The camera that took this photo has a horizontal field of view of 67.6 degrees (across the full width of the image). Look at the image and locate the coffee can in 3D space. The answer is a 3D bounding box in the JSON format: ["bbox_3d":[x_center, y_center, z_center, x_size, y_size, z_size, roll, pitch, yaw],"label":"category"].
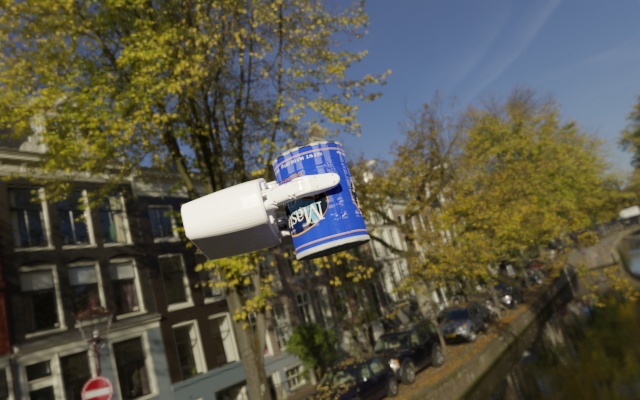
[{"bbox_3d":[0.000,0.002,0.660,0.103,0.140,0.103,-15,-11,-3],"label":"coffee can"}]
